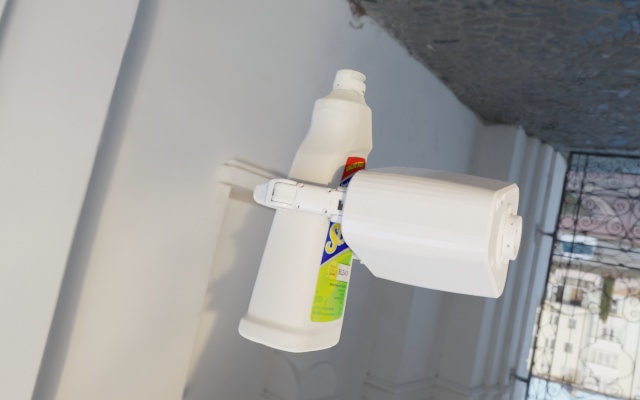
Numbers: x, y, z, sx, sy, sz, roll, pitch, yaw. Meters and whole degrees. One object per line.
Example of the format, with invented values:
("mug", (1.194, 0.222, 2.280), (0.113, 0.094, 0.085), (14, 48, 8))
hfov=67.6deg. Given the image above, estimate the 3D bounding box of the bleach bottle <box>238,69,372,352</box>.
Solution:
("bleach bottle", (0.000, 0.001, 0.434), (0.068, 0.251, 0.102), (8, -7, 28))
